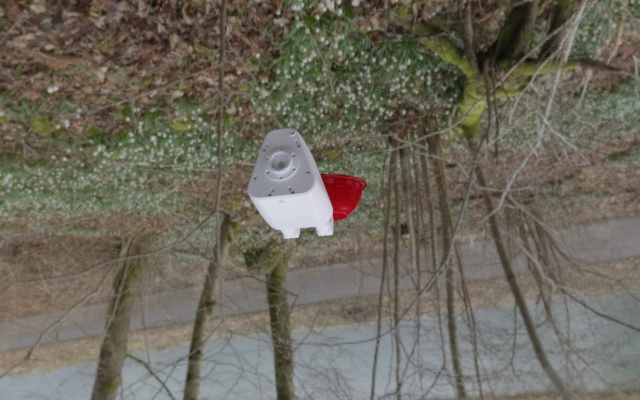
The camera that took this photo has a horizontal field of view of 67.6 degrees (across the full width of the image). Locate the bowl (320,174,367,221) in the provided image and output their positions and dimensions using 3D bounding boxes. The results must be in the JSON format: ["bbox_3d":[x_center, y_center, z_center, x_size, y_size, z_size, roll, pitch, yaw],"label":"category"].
[{"bbox_3d":[0.001,0.003,0.819,0.162,0.055,0.162,-3,-13,-1],"label":"bowl"}]
